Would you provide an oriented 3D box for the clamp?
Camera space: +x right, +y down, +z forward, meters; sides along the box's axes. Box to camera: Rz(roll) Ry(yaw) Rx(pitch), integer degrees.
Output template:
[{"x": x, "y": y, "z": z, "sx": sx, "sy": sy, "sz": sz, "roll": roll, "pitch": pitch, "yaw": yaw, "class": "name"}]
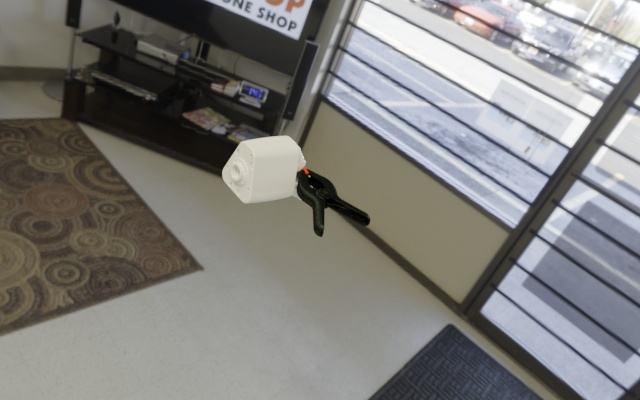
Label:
[{"x": 0.000, "y": 0.002, "z": 0.896, "sx": 0.120, "sy": 0.039, "sz": 0.171, "roll": -14, "pitch": 46, "yaw": -44, "class": "clamp"}]
